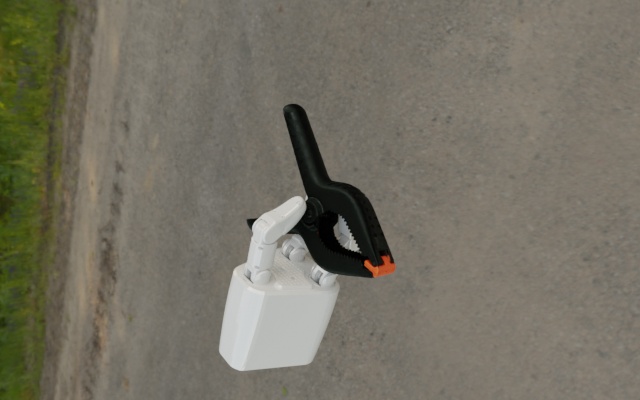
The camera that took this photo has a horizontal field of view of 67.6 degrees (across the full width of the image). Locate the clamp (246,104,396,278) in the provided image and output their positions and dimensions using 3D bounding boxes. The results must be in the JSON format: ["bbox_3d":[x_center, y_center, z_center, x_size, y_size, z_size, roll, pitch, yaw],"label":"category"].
[{"bbox_3d":[0.000,0.002,0.500,0.036,0.165,0.210,-5,29,-43],"label":"clamp"}]
